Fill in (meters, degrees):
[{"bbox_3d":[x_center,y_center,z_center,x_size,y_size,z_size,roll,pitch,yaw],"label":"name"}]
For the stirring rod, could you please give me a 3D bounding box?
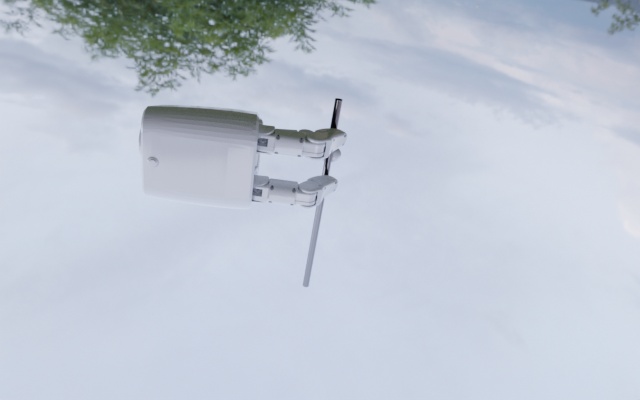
[{"bbox_3d":[0.000,0.002,0.542,0.011,0.240,0.011,8,28,-4],"label":"stirring rod"}]
